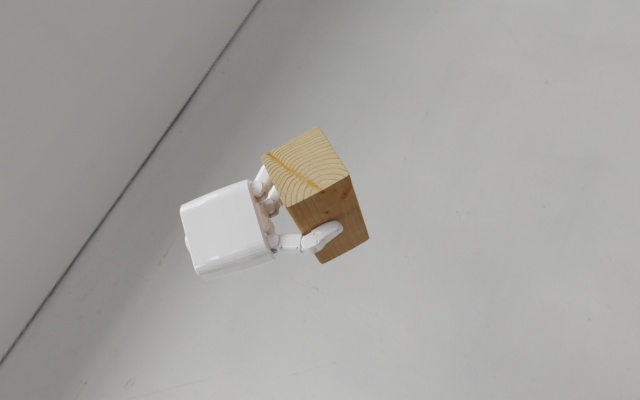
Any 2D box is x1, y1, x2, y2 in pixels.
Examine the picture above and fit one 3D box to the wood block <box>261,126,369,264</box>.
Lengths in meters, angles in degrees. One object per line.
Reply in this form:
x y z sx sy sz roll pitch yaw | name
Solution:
0.000 0.003 0.686 0.090 0.090 0.206 -28 -29 -2 | wood block
